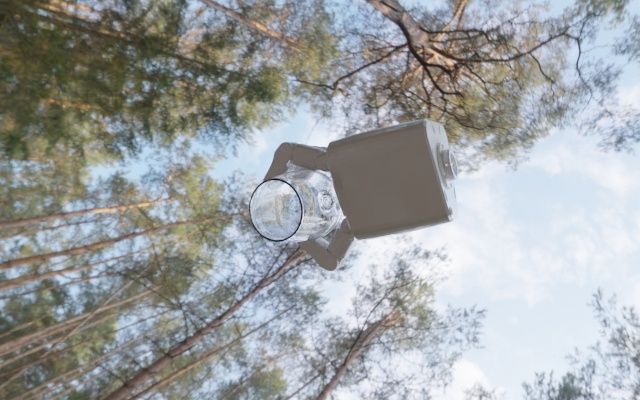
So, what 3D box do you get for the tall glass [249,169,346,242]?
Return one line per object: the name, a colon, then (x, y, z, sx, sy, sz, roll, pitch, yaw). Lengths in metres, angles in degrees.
tall glass: (0.000, 0.002, 0.550, 0.079, 0.079, 0.201, 0, 5, 27)
